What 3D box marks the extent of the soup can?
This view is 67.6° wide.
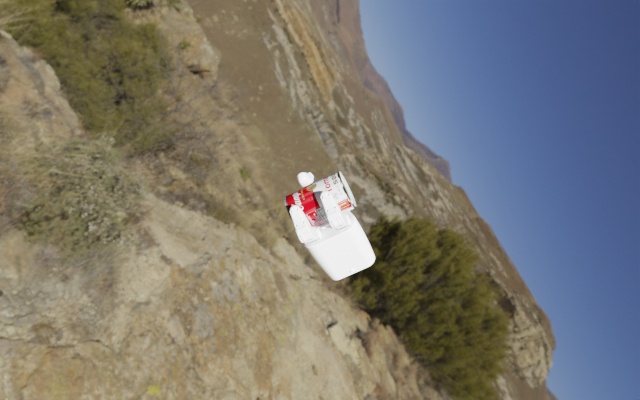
[{"bbox_3d":[0.000,0.002,0.795,0.102,0.068,0.068,-25,-4,9],"label":"soup can"}]
